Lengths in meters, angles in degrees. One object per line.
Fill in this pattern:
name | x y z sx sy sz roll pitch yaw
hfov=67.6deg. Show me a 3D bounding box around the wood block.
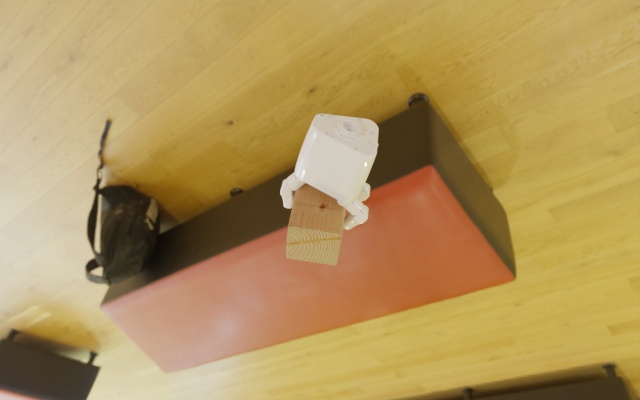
wood block | 0.000 0.003 0.860 0.091 0.206 0.090 9 -43 1
